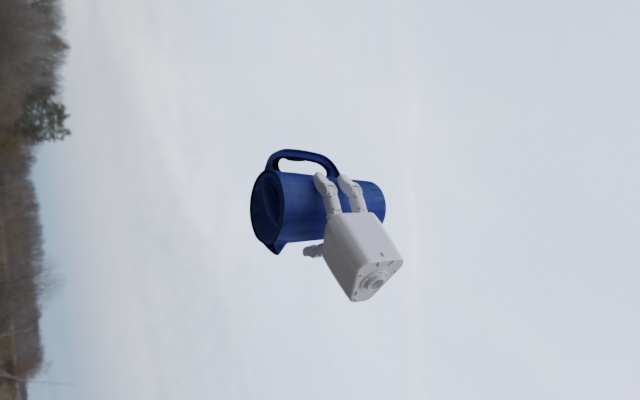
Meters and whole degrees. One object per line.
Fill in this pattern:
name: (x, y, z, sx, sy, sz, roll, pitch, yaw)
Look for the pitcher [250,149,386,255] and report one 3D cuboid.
pitcher: (0.000, 0.003, 0.893, 0.243, 0.149, 0.145, 0, 39, -34)
